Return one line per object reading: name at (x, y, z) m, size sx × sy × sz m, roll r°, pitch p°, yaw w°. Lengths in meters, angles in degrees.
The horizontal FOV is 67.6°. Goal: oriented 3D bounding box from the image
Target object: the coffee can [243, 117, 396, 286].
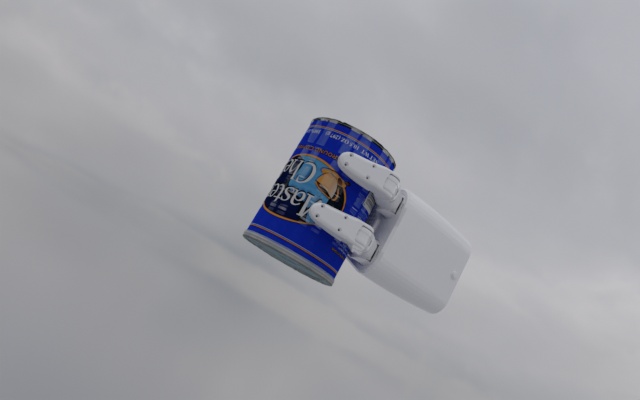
coffee can at (0.000, 0.002, 0.490) m, size 0.103 × 0.140 × 0.103 m, roll 28°, pitch -12°, yaw 7°
